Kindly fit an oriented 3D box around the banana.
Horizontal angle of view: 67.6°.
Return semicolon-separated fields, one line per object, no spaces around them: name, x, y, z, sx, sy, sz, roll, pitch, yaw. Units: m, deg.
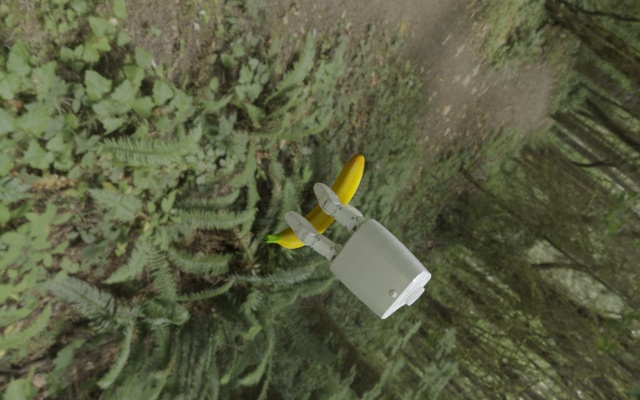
banana;0.004;0.012;0.744;0.037;0.198;0.070;45;-2;31
